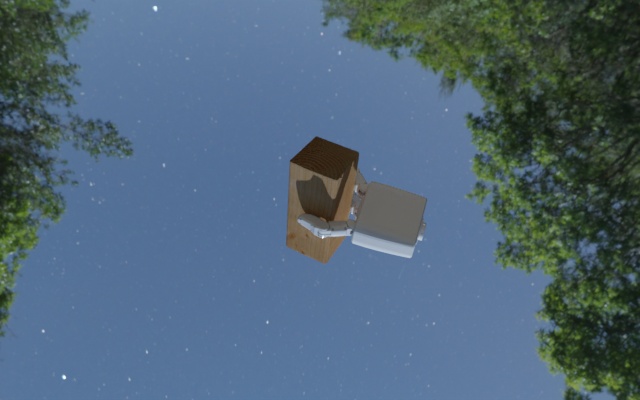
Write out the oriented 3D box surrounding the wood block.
[{"bbox_3d":[0.000,0.003,0.862,0.090,0.206,0.090,23,44,18],"label":"wood block"}]
